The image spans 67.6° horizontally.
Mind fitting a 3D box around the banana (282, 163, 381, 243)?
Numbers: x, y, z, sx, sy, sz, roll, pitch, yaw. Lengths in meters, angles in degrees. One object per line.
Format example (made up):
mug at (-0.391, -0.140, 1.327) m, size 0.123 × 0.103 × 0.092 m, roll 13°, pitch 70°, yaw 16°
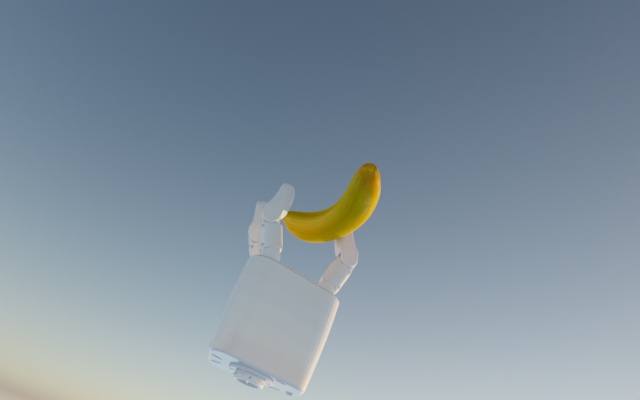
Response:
banana at (0.012, 0.014, 0.540) m, size 0.070 × 0.037 × 0.198 m, roll 39°, pitch -34°, yaw -21°
